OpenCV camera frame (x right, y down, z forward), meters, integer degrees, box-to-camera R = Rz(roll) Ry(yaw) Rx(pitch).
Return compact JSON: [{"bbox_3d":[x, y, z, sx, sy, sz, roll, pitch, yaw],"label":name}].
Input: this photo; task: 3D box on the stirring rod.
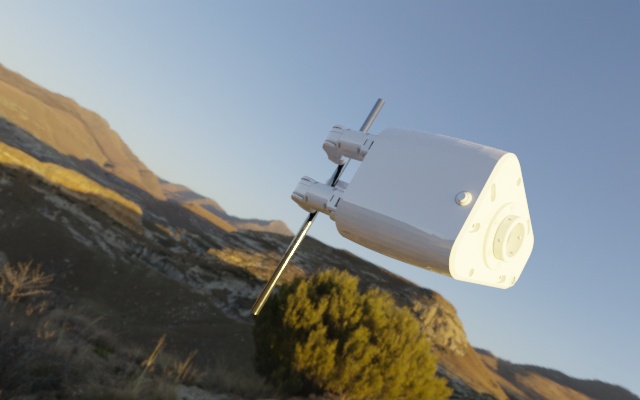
[{"bbox_3d":[0.000,0.002,0.458,0.011,0.239,0.011,30,-10,6],"label":"stirring rod"}]
